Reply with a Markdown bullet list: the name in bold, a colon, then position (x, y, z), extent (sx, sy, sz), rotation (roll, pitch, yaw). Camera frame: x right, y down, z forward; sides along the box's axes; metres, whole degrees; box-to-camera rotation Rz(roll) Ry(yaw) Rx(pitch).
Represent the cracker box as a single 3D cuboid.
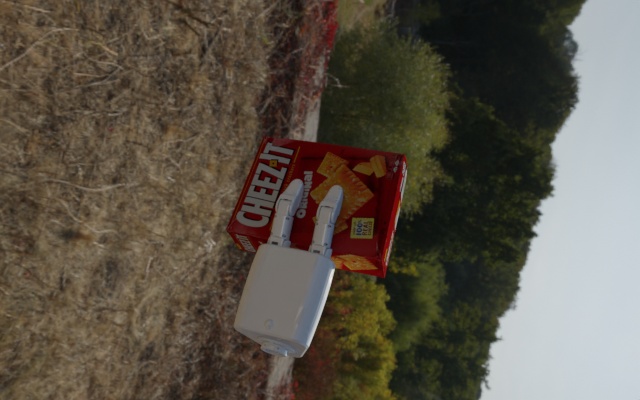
- **cracker box**: position (0.000, 0.002, 0.661), extent (0.213, 0.164, 0.072), rotation (10, -28, 15)
